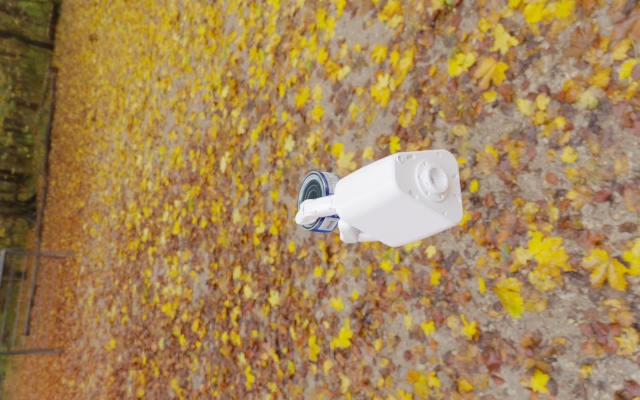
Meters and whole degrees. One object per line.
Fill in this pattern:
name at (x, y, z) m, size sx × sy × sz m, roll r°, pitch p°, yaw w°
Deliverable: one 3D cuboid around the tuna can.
tuna can at (0.000, 0.002, 0.669) m, size 0.034 × 0.086 × 0.086 m, roll 7°, pitch -4°, yaw -29°
